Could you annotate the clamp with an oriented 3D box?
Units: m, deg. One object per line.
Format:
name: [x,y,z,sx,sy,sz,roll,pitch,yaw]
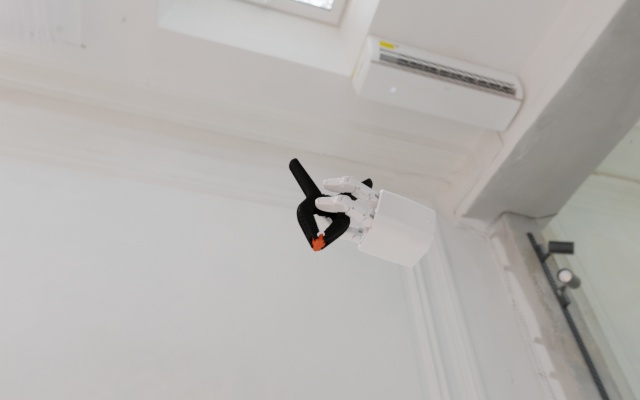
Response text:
clamp: [0.000,0.004,0.850,0.164,0.036,0.209,19,42,2]
